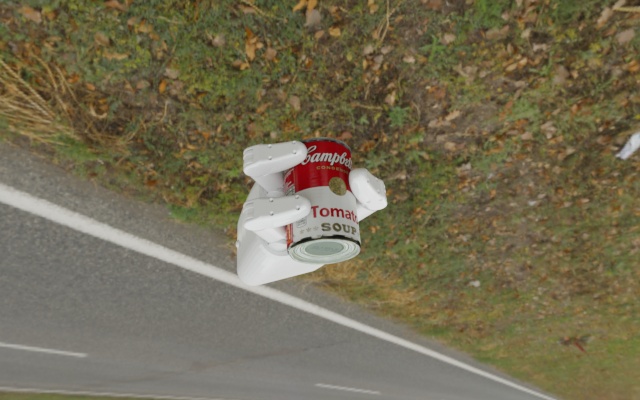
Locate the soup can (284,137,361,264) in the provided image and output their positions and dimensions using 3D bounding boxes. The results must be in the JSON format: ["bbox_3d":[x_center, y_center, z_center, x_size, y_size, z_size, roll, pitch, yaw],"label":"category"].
[{"bbox_3d":[0.000,0.002,0.449,0.068,0.102,0.068,-3,-26,-2],"label":"soup can"}]
